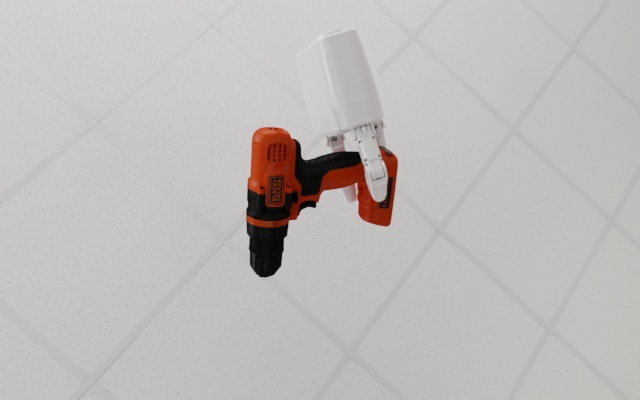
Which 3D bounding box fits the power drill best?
[{"bbox_3d":[0.001,0.002,0.591,0.187,0.184,0.057,-4,22,-26],"label":"power drill"}]
